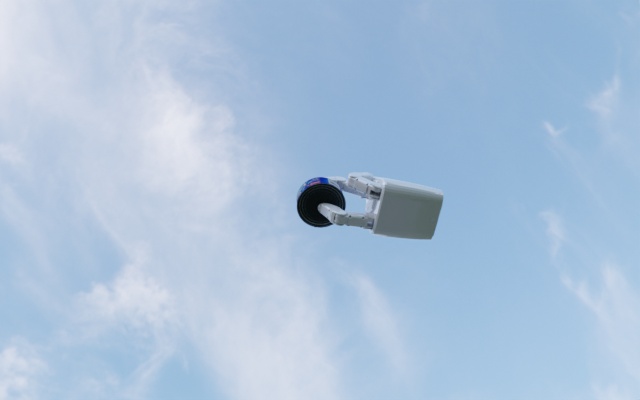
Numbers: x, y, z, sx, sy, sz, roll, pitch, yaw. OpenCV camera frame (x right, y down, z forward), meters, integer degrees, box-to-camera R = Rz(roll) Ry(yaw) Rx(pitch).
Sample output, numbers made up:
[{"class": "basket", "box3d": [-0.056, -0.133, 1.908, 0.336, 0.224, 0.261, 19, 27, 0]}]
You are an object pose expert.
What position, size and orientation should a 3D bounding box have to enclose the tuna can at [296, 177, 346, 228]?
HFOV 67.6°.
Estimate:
[{"class": "tuna can", "box3d": [0.000, 0.002, 0.839, 0.086, 0.086, 0.033, 0, 25, -6]}]
